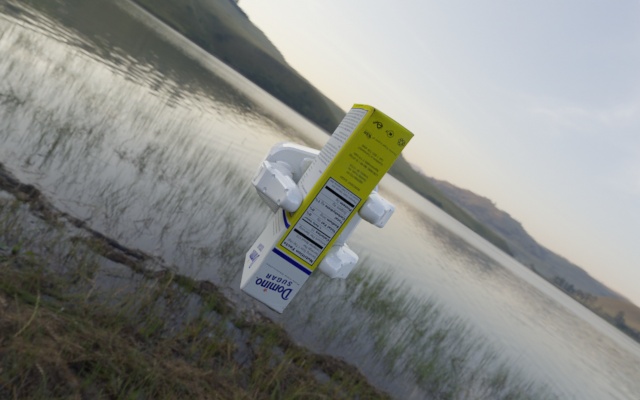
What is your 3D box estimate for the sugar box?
[{"bbox_3d":[0.001,0.002,0.406,0.048,0.176,0.093,32,8,-11],"label":"sugar box"}]
